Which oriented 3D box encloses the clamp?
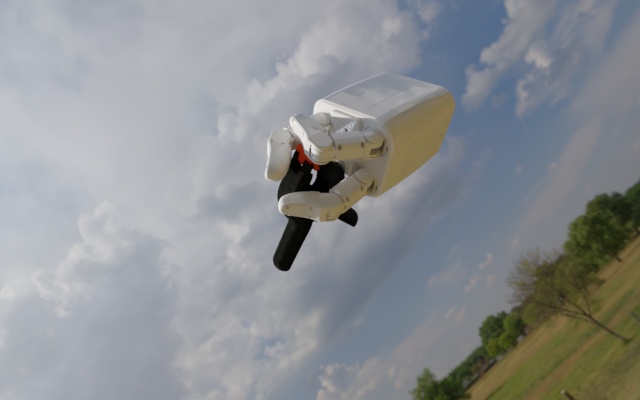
[{"bbox_3d":[0.000,0.001,0.530,0.120,0.172,0.039,-32,60,-30],"label":"clamp"}]
